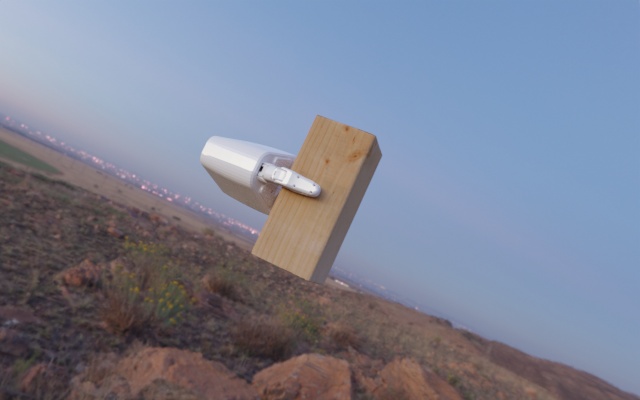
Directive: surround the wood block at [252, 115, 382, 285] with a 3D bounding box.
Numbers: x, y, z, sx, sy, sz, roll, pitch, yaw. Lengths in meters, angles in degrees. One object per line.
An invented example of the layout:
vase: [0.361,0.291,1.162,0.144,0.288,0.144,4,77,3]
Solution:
wood block: [0.000,0.002,0.658,0.090,0.206,0.091,23,-6,18]
